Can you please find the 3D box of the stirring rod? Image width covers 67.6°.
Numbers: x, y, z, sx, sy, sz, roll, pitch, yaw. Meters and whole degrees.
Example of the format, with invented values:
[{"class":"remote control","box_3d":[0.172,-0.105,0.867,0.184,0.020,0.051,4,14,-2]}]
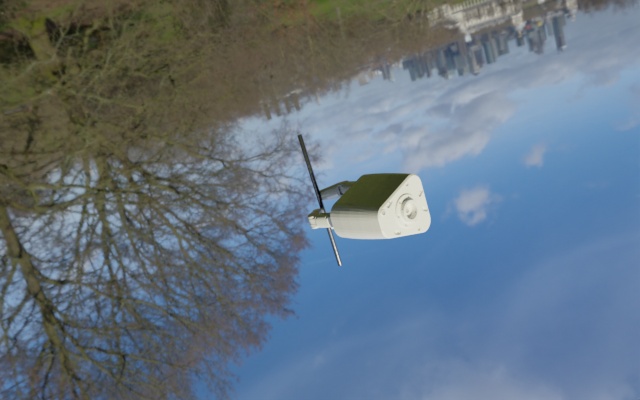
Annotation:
[{"class":"stirring rod","box_3d":[0.000,0.003,0.821,0.011,0.239,0.011,-17,13,4]}]
